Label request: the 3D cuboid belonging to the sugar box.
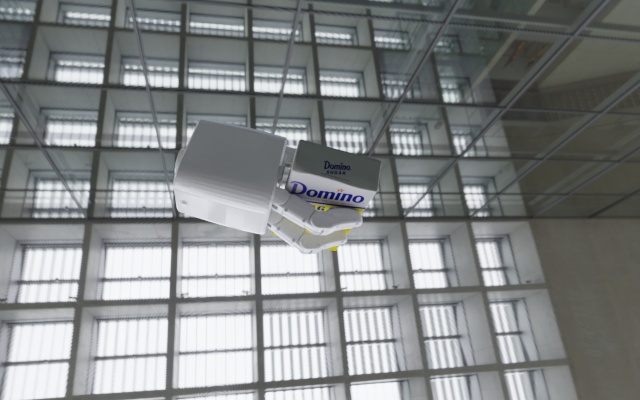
[{"bbox_3d":[0.000,0.002,0.567,0.093,0.048,0.176,14,-26,-6],"label":"sugar box"}]
